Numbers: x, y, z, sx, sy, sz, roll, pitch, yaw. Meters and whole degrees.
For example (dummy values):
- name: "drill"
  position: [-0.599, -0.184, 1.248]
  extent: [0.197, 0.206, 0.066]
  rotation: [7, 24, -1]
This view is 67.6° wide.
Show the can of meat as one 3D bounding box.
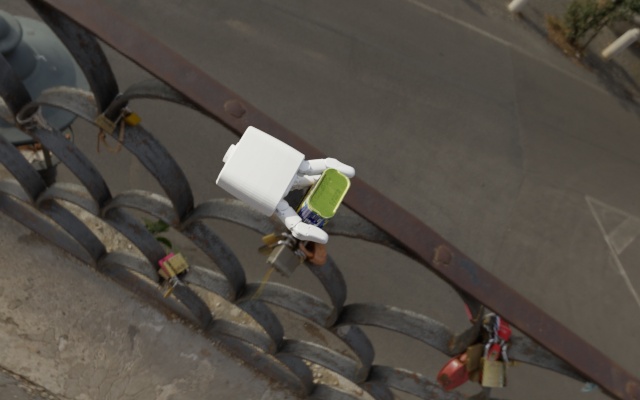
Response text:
- name: "can of meat"
  position: [0.000, 0.003, 0.818]
  extent: [0.057, 0.102, 0.084]
  rotation: [33, -33, -5]
